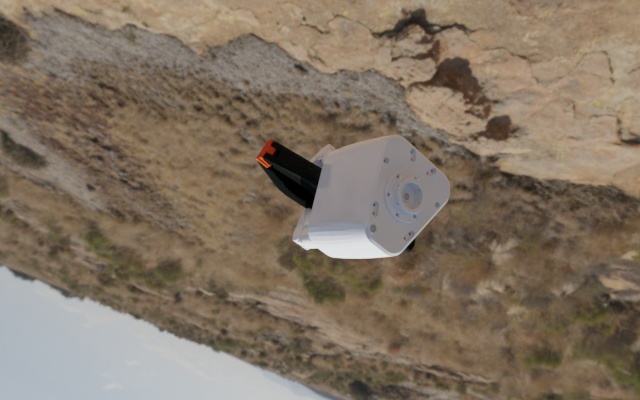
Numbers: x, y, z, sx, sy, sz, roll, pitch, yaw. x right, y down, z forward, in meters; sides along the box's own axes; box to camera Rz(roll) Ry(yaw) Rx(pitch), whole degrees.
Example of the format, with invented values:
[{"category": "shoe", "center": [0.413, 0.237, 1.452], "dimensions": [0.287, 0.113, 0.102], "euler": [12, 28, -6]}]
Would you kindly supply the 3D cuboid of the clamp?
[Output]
[{"category": "clamp", "center": [-0.001, 0.002, 0.607], "dimensions": [0.210, 0.036, 0.164], "euler": [38, -22, -21]}]
